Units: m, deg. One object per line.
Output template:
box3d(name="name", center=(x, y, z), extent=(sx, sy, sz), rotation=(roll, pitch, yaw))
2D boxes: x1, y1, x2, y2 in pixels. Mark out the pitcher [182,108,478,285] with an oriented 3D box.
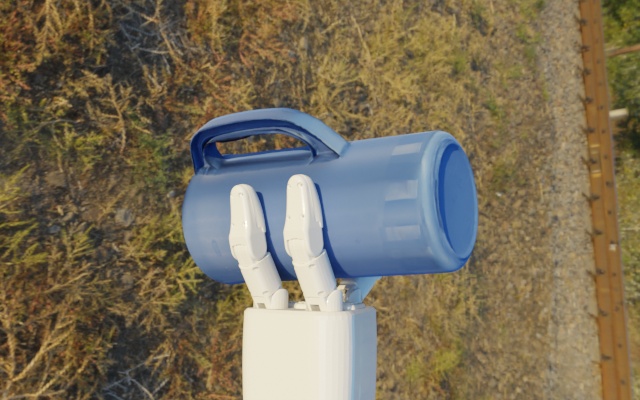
box3d(name="pitcher", center=(0.000, 0.002, 0.419), extent=(0.243, 0.145, 0.149), rotation=(-6, -13, 35))
